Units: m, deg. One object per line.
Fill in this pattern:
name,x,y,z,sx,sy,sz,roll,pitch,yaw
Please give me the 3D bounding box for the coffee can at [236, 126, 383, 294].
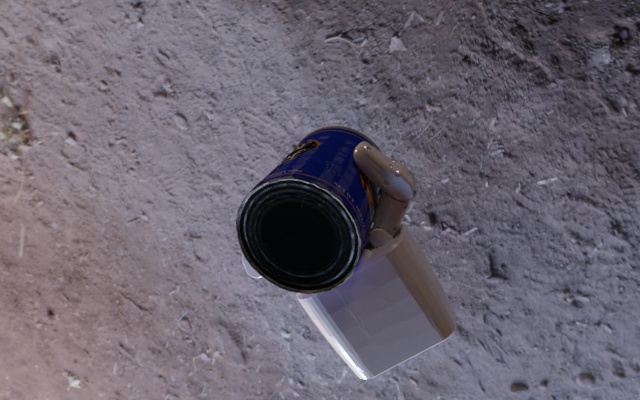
coffee can,0.000,0.001,0.428,0.103,0.103,0.140,0,24,17
